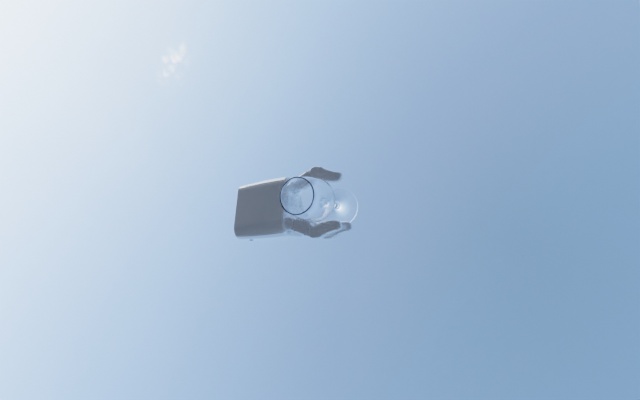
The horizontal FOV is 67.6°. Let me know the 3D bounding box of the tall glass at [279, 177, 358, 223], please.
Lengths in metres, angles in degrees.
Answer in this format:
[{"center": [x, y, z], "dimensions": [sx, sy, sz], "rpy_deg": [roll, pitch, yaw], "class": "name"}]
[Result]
[{"center": [0.001, 0.003, 0.849], "dimensions": [0.079, 0.079, 0.201], "rpy_deg": [0, -6, 23], "class": "tall glass"}]
